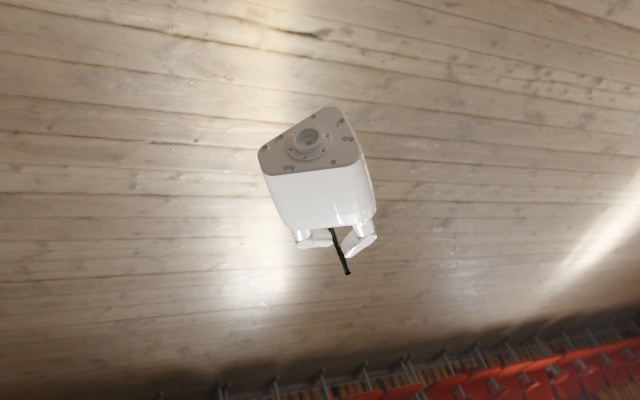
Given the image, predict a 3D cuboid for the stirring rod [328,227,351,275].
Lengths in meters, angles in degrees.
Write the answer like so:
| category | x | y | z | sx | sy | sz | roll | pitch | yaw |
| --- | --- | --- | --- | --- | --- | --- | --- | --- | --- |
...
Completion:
| category | x | y | z | sx | sy | sz | roll | pitch | yaw |
| --- | --- | --- | --- | --- | --- | --- | --- | --- | --- |
| stirring rod | 0.000 | 0.002 | 0.673 | 0.011 | 0.239 | 0.011 | -13 | -37 | -10 |
